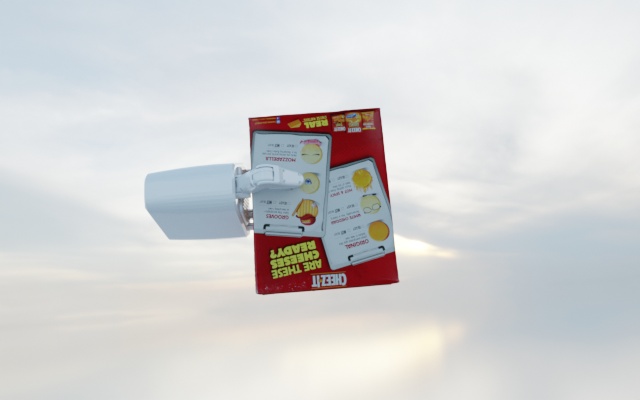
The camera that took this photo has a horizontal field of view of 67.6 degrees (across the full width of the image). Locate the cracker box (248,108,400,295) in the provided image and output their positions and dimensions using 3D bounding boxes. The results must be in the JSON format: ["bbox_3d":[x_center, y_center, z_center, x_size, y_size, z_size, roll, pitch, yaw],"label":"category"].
[{"bbox_3d":[0.000,0.002,0.585,0.164,0.213,0.072,-4,-12,0],"label":"cracker box"}]
